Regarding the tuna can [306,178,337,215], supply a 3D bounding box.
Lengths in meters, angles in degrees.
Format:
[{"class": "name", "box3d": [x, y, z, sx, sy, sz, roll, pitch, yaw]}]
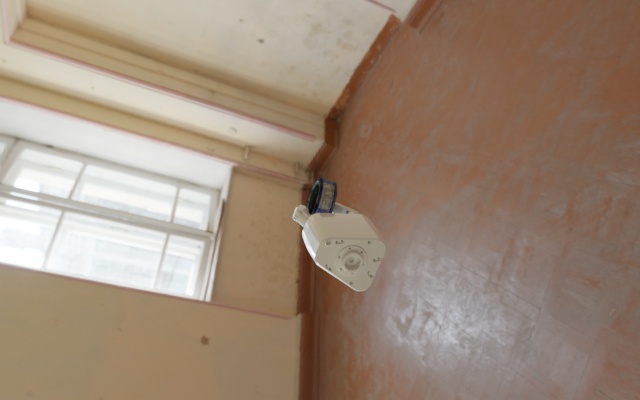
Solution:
[{"class": "tuna can", "box3d": [0.000, 0.003, 0.881, 0.034, 0.086, 0.086, 16, -4, -12]}]
